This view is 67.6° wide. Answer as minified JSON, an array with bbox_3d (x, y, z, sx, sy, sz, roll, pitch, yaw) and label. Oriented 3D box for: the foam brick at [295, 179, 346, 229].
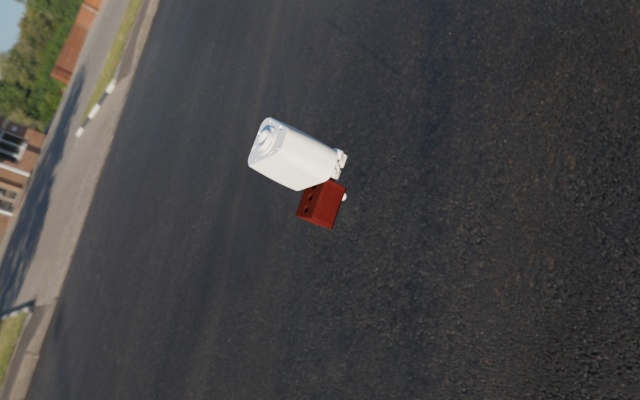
[{"bbox_3d":[0.000,0.003,0.838,0.051,0.078,0.053,25,-10,-36],"label":"foam brick"}]
